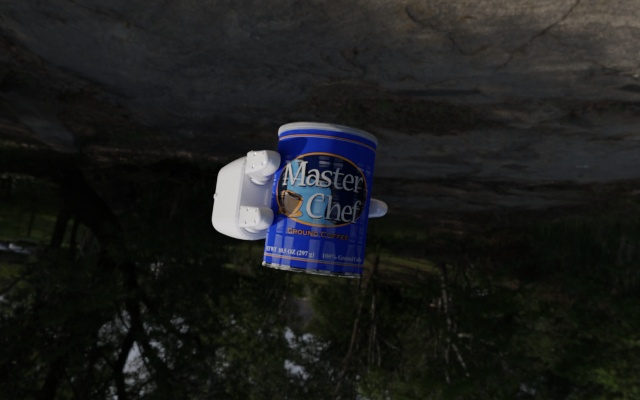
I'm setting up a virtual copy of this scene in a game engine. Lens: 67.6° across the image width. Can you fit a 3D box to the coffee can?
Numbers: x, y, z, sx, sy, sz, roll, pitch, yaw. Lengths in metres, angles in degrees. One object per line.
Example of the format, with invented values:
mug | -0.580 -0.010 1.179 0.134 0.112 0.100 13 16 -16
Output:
coffee can | 0.000 0.001 0.487 0.103 0.140 0.103 7 -5 1
